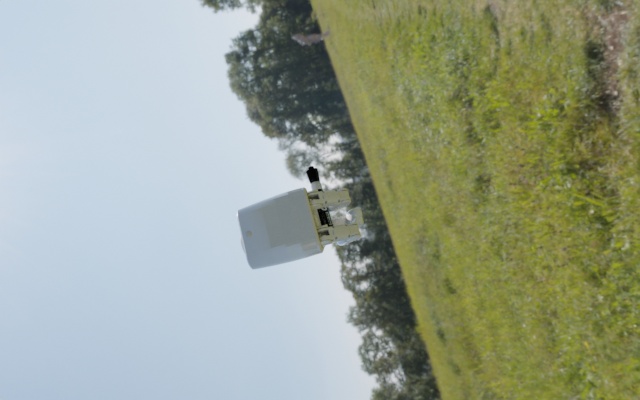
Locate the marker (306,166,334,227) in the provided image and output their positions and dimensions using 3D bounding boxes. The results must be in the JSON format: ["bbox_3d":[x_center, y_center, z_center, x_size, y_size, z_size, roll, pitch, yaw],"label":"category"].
[{"bbox_3d":[0.000,0.002,0.735,0.020,0.121,0.020,-14,-18,-5],"label":"marker"}]
